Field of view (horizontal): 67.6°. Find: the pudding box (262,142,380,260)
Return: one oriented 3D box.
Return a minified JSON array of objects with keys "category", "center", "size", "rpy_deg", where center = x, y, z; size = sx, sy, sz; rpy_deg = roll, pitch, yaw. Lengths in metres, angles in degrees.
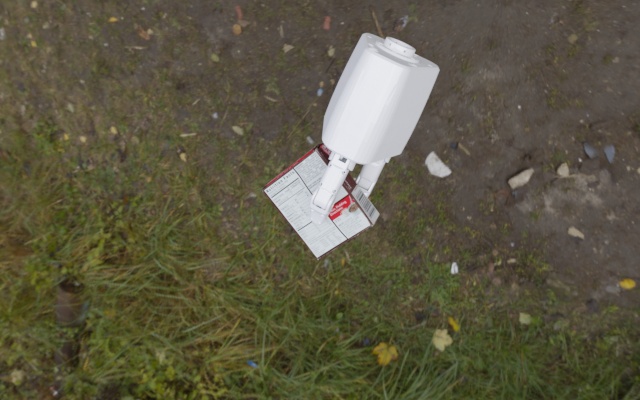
[{"category":"pudding box","center":[0.000,0.002,0.567],"size":[0.090,0.113,0.039],"rpy_deg":[-34,6,26]}]
